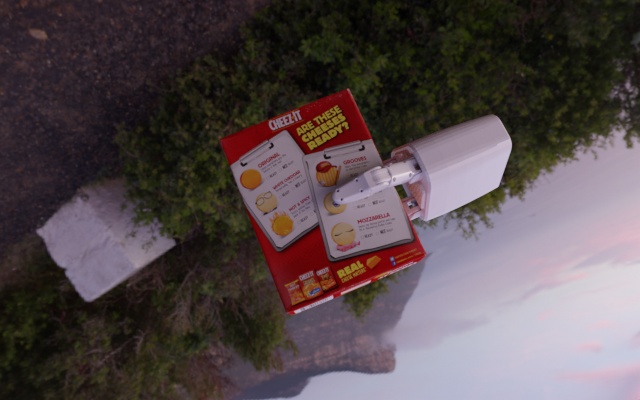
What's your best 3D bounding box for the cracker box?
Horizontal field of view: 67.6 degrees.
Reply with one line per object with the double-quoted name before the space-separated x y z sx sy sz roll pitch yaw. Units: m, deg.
"cracker box" 0.000 0.002 0.555 0.164 0.213 0.072 -22 -14 -4
